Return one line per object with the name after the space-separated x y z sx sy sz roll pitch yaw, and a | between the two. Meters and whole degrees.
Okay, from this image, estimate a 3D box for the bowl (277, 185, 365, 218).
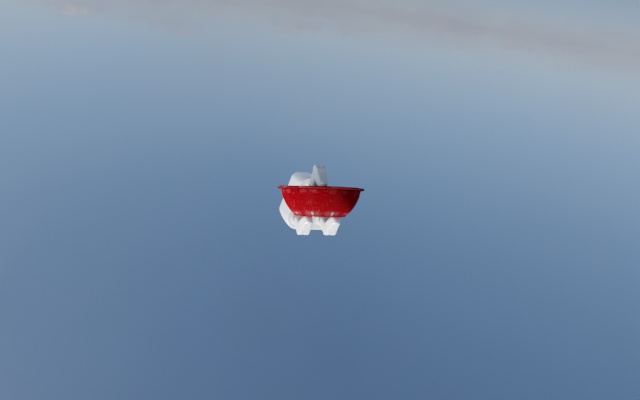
0.000 0.003 0.884 0.162 0.055 0.162 2 -1 0 | bowl
